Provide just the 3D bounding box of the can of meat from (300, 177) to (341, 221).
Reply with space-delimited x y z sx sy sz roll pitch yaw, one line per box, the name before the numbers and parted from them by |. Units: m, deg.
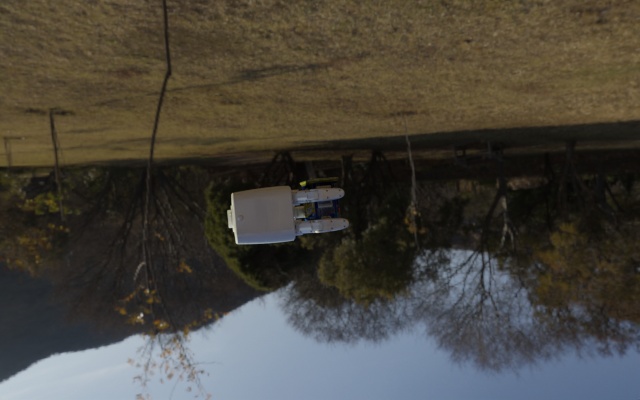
can of meat | 0.000 0.003 0.899 0.057 0.084 0.102 -5 -1 -15
